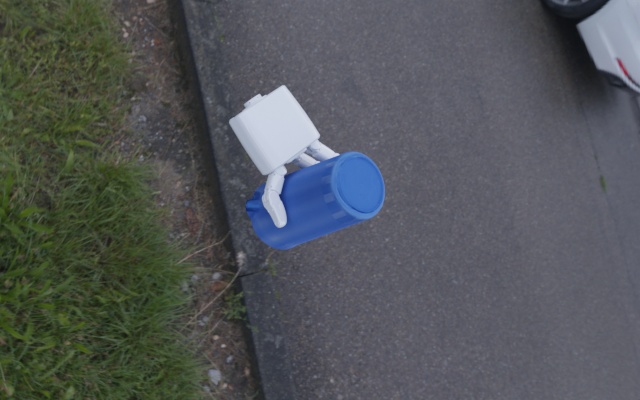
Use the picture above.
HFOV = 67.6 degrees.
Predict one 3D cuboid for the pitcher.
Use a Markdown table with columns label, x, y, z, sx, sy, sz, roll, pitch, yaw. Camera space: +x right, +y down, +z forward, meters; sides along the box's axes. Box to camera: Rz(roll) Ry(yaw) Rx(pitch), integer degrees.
| label | x | y | z | sx | sy | sz | roll | pitch | yaw |
| --- | --- | --- | --- | --- | --- | --- | --- | --- | --- |
| pitcher | 0.000 | 0.003 | 0.819 | 0.243 | 0.145 | 0.149 | -20 | 18 | 51 |
